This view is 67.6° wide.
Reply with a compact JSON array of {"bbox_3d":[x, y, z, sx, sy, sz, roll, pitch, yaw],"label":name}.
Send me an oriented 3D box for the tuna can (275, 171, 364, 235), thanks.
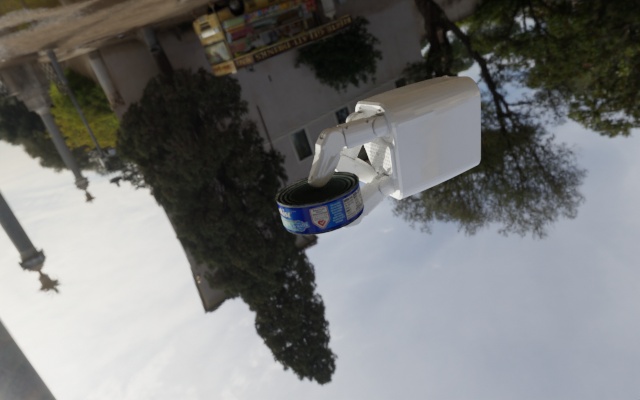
[{"bbox_3d":[0.000,0.002,0.482,0.086,0.034,0.086,-12,20,5],"label":"tuna can"}]
